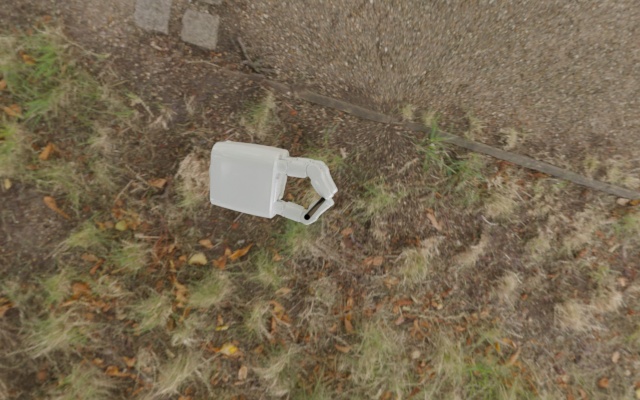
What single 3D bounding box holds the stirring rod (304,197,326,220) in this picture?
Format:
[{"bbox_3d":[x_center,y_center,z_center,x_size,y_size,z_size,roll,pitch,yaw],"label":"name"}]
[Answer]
[{"bbox_3d":[0.000,0.002,0.709,0.011,0.011,0.239,0,9,8],"label":"stirring rod"}]
